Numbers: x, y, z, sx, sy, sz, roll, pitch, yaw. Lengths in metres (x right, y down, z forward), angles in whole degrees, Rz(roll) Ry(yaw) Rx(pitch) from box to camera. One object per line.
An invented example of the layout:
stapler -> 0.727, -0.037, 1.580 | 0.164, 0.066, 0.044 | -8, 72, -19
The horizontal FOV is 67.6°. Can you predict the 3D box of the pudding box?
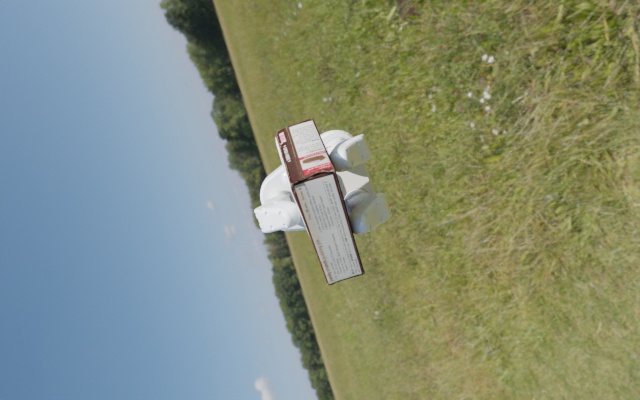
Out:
pudding box -> 0.000, 0.001, 0.405 | 0.039, 0.114, 0.090 | -21, 37, 0
